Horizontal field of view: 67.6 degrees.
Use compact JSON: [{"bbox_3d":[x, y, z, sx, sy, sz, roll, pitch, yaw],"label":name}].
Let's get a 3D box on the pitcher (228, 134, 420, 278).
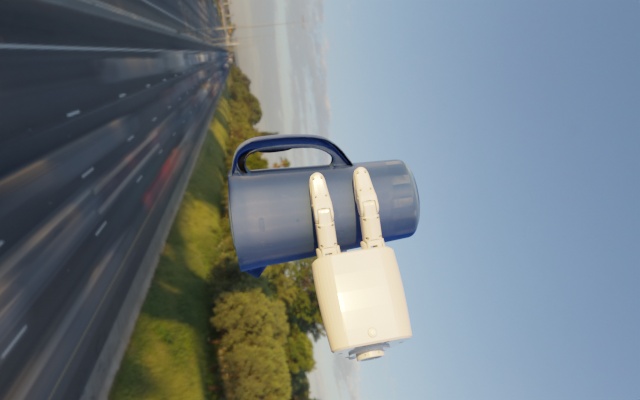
[{"bbox_3d":[0.000,0.002,0.632,0.243,0.145,0.149,-8,-27,-7],"label":"pitcher"}]
